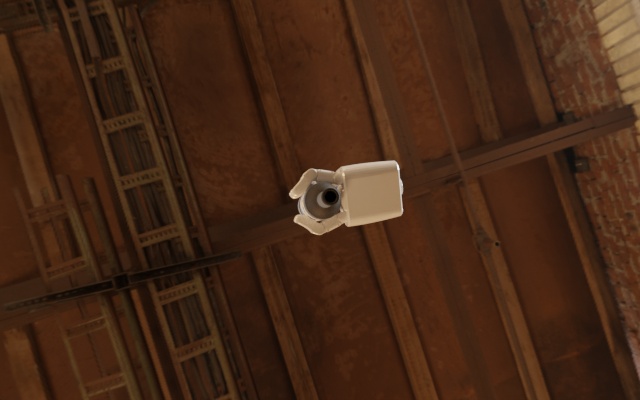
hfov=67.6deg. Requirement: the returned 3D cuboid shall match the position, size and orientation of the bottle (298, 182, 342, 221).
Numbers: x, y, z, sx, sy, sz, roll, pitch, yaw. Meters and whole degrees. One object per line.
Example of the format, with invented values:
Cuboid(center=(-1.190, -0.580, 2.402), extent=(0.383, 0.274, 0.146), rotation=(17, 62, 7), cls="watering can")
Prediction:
Cuboid(center=(0.000, 0.003, 0.879), extent=(0.069, 0.069, 0.296), rotation=(0, -3, -6), cls="bottle")
